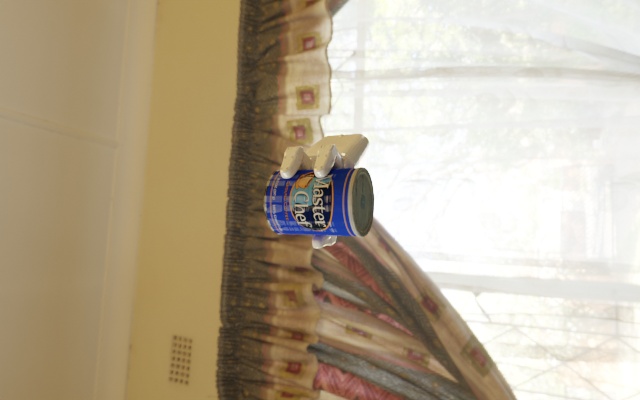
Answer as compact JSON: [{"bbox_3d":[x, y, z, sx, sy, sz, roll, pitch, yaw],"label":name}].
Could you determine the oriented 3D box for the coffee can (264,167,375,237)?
[{"bbox_3d":[0.000,0.003,0.724,0.140,0.103,0.103,0,0,24],"label":"coffee can"}]
